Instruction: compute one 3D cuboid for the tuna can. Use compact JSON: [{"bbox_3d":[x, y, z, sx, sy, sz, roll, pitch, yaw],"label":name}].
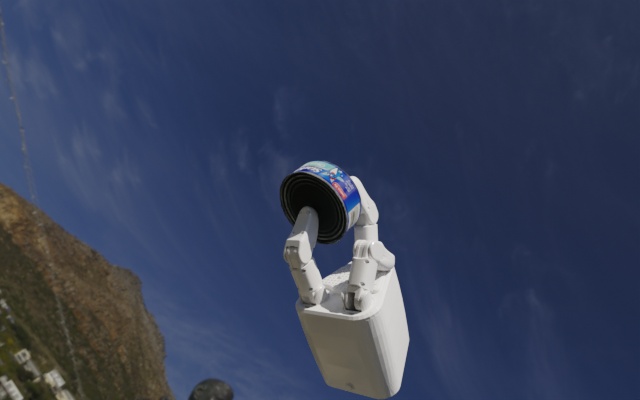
[{"bbox_3d":[0.000,0.001,0.505,0.086,0.086,0.033,0,28,40],"label":"tuna can"}]
